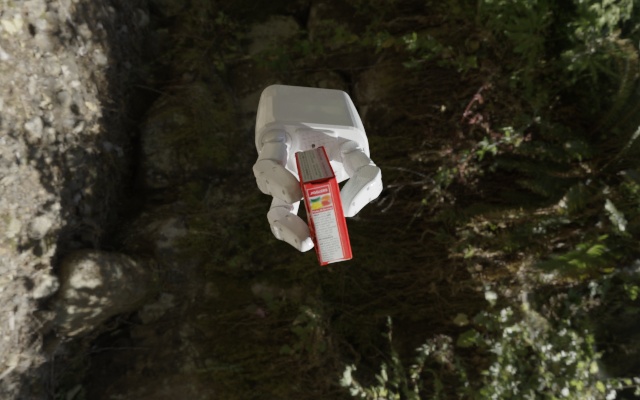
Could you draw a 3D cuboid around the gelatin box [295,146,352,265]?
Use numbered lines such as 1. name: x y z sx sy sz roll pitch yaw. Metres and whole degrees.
1. gelatin box: 0.001 0.001 0.409 0.030 0.073 0.089 -13 23 -3
